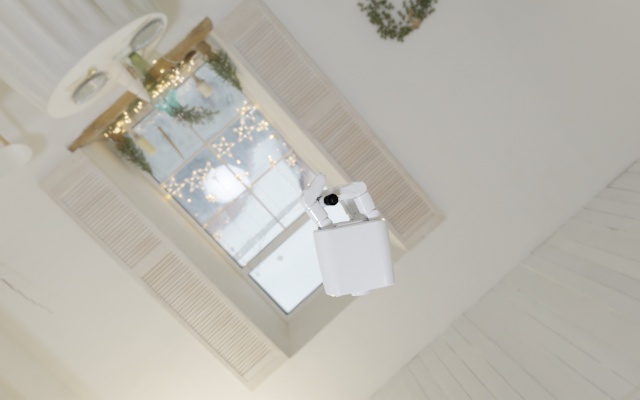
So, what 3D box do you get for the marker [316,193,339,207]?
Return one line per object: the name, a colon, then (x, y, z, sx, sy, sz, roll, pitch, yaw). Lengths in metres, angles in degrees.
marker: (0.000, 0.002, 0.764, 0.020, 0.020, 0.121, 0, -4, -20)
